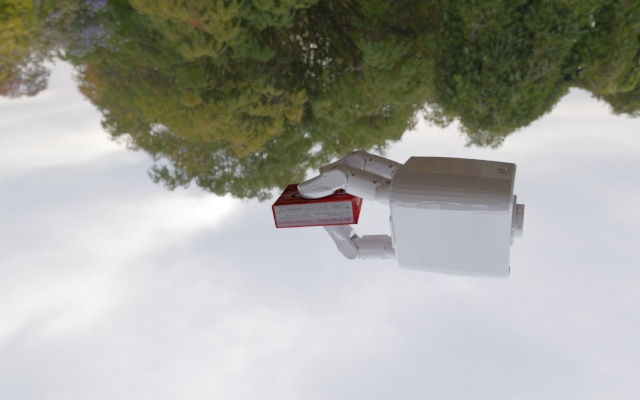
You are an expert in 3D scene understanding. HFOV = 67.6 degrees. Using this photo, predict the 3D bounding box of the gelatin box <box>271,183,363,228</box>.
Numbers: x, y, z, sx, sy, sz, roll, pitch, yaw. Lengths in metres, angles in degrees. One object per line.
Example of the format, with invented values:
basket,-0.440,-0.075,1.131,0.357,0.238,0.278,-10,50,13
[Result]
gelatin box,0.000,0.002,0.515,0.089,0.030,0.073,-5,18,12
